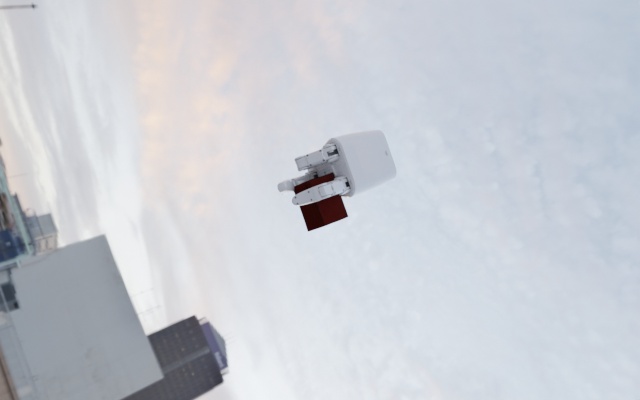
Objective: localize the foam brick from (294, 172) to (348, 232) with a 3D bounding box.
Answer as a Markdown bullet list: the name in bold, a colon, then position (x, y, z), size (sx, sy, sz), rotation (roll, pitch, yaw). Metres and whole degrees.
- **foam brick**: position (0.000, 0.003, 0.764), size (0.051, 0.078, 0.053), rotation (-19, 0, -37)
